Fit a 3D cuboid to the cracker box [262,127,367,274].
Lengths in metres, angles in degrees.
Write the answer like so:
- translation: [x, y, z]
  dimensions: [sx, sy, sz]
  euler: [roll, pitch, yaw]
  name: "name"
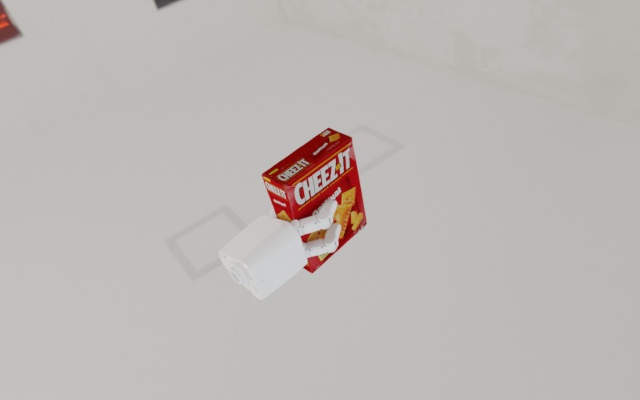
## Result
- translation: [0.000, 0.003, 0.873]
  dimensions: [0.164, 0.214, 0.072]
  euler: [-39, 46, -27]
  name: "cracker box"
